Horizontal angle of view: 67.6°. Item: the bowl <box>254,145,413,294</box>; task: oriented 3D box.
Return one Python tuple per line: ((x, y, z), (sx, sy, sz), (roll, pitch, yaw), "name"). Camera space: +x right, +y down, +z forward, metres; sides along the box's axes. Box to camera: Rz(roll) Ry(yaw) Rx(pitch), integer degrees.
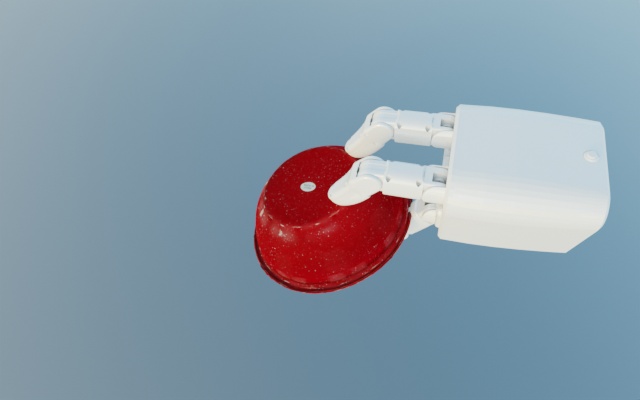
((-0.001, 0.001, 0.443), (0.162, 0.162, 0.055), (0, -36, 26), "bowl")
